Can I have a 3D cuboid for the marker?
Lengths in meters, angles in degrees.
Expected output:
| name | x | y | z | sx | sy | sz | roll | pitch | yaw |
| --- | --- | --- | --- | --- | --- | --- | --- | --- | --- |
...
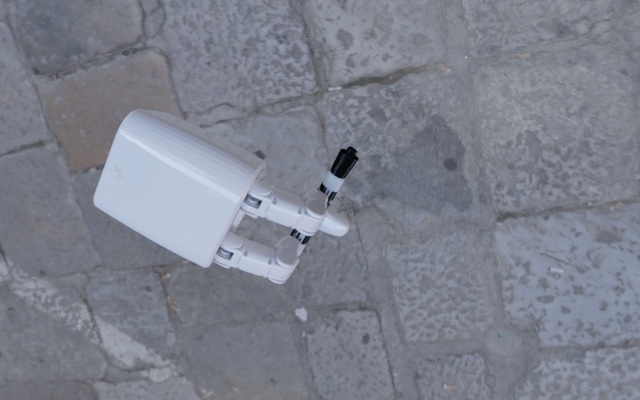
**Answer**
| name | x | y | z | sx | sy | sz | roll | pitch | yaw |
| --- | --- | --- | --- | --- | --- | --- | --- | --- | --- |
| marker | 0.000 | 0.002 | 0.449 | 0.020 | 0.121 | 0.020 | 26 | 23 | -12 |
